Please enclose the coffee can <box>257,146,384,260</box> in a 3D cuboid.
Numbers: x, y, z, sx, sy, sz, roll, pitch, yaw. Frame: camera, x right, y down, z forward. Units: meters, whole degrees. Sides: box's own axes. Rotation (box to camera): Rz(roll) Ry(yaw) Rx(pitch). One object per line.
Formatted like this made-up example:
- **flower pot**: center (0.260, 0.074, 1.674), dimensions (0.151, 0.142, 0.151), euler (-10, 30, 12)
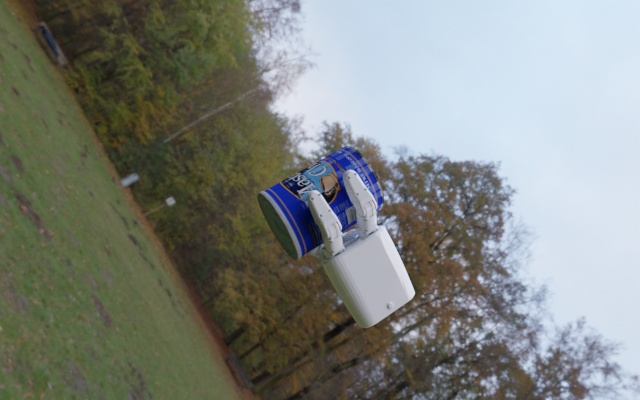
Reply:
- **coffee can**: center (0.000, 0.002, 0.652), dimensions (0.140, 0.103, 0.103), euler (-30, 9, -16)
